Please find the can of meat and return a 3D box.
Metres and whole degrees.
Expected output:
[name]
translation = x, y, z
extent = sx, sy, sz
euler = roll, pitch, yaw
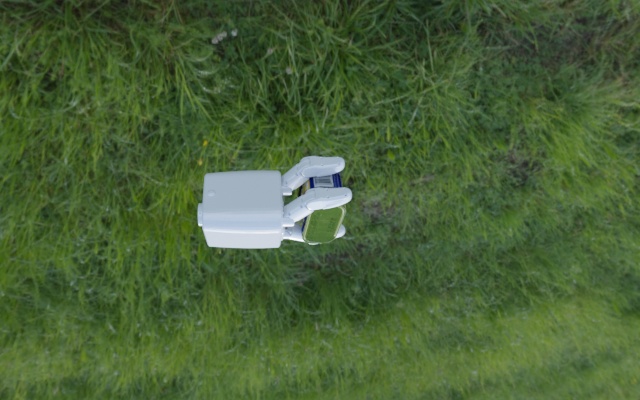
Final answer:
[can of meat]
translation = 0.000, 0.003, 0.691
extent = 0.057, 0.084, 0.102
euler = 2, -39, -11
